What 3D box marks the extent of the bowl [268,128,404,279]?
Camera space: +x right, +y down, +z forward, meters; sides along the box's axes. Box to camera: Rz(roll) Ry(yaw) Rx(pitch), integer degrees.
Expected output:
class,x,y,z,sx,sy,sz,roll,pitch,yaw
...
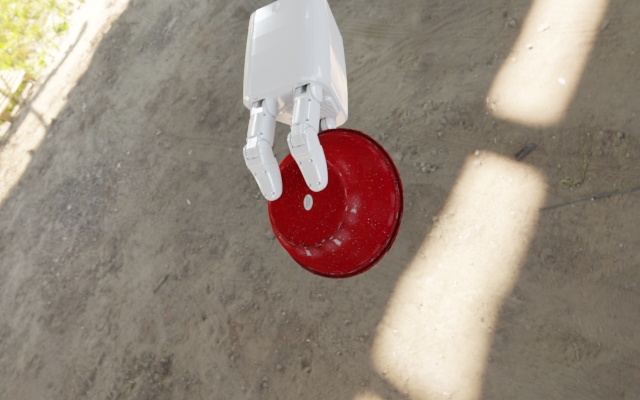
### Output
class,x,y,z,sx,sy,sz,roll,pitch,yaw
bowl,0.000,0.003,0.489,0.162,0.162,0.055,0,-2,32
